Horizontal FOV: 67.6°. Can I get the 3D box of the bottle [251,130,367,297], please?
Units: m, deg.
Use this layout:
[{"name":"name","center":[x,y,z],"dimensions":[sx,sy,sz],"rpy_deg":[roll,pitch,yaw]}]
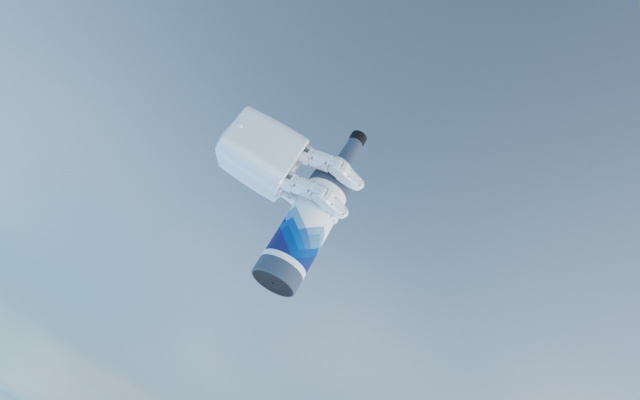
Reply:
[{"name":"bottle","center":[0.000,0.003,0.713],"dimensions":[0.069,0.295,0.069],"rpy_deg":[22,-32,14]}]
